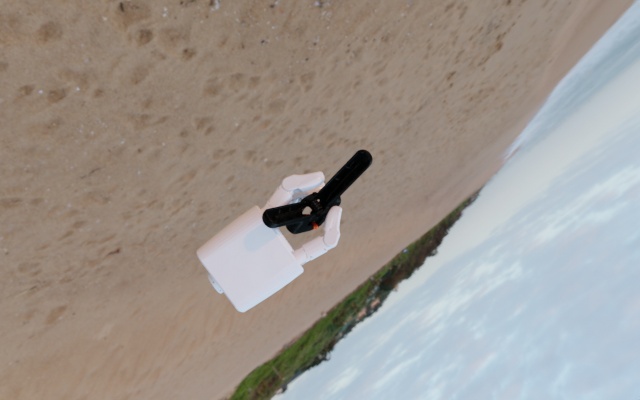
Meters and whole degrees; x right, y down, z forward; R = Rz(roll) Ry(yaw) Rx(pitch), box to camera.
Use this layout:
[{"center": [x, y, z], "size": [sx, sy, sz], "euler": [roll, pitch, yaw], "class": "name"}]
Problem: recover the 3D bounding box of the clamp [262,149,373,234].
[{"center": [0.000, 0.003, 0.690], "size": [0.164, 0.036, 0.210], "euler": [-33, -11, -6], "class": "clamp"}]
